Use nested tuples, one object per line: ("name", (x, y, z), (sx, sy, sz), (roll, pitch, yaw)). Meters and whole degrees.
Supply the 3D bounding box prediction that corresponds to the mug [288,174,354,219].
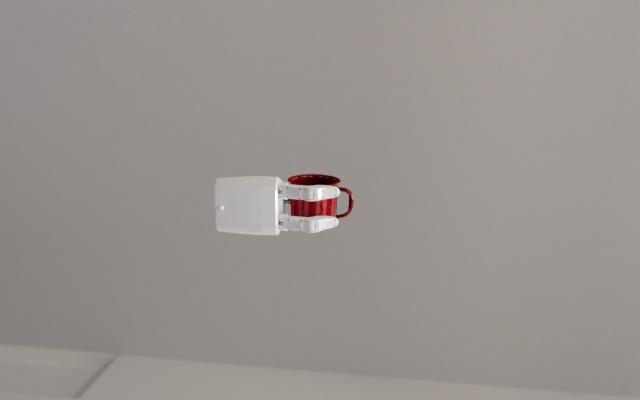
("mug", (0.002, 0.003, 0.843), (0.117, 0.081, 0.093), (2, 15, 4))
